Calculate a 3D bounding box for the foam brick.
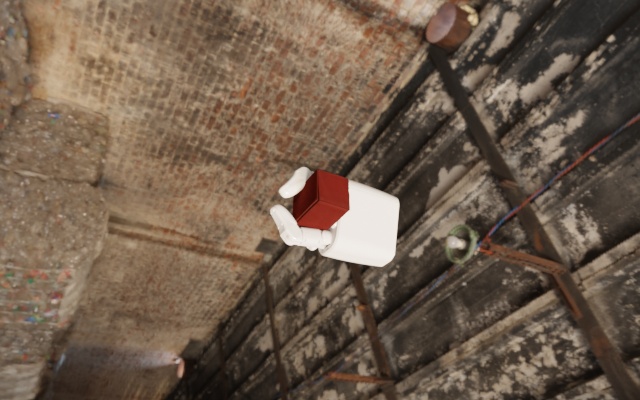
[{"bbox_3d":[0.000,0.002,0.667,0.051,0.053,0.078,16,-36,-24],"label":"foam brick"}]
